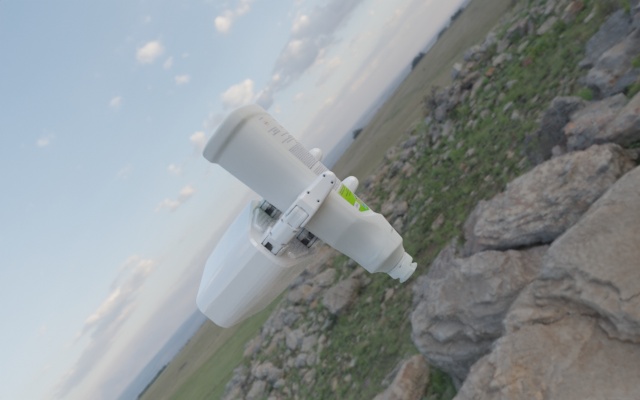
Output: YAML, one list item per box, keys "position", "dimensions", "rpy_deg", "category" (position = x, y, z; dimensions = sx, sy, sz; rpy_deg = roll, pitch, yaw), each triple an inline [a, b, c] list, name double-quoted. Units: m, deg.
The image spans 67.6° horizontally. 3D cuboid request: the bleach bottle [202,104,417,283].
- position: [0.000, 0.002, 0.514]
  dimensions: [0.251, 0.068, 0.102]
  rpy_deg: [40, 19, -2]
  category: "bleach bottle"
